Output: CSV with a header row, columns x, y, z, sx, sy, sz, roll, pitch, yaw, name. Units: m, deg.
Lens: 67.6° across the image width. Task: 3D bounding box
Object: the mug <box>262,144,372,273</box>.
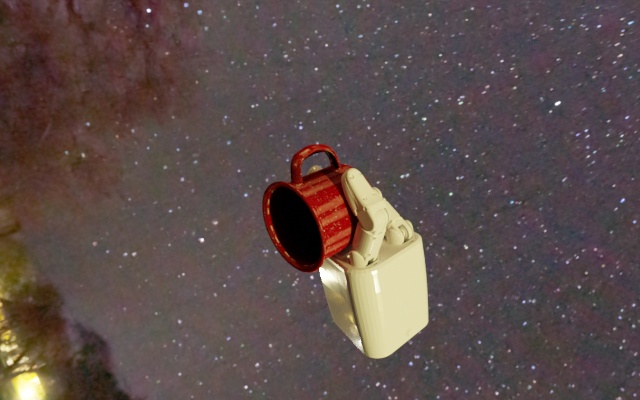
x,y,z,sx,sy,sz,roll,pitch,yaw,name
0.000,0.000,0.470,0.081,0.117,0.093,-25,25,-35,mug
